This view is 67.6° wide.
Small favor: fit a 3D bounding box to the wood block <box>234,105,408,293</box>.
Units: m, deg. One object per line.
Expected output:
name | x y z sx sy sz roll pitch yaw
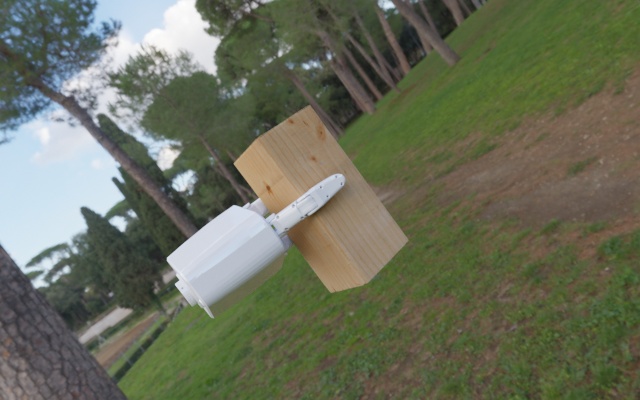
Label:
wood block | 0.000 0.002 0.592 0.090 0.206 0.091 -39 5 -32
